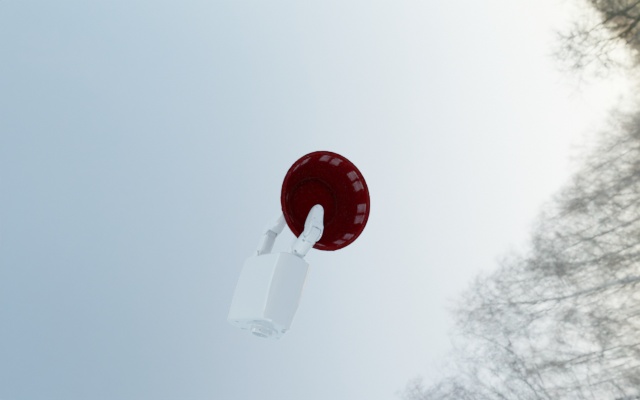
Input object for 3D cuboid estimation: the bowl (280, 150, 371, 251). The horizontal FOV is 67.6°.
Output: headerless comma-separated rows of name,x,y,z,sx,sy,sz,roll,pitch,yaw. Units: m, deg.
bowl,0.001,0.002,0.780,0.162,0.162,0.055,0,-6,-27
